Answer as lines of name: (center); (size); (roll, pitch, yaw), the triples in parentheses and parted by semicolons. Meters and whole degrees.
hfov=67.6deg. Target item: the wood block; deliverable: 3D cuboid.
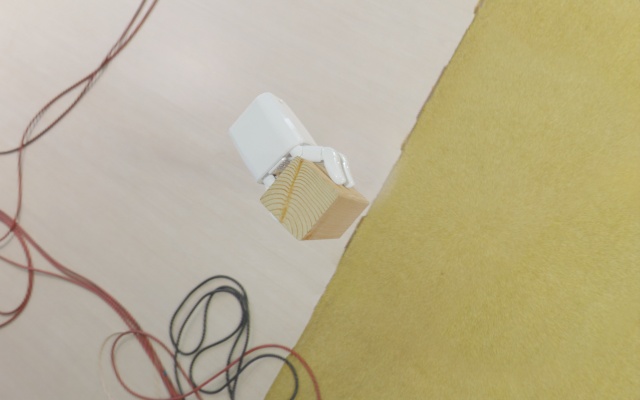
wood block: (0.000, 0.002, 0.773); (0.090, 0.091, 0.206); (44, 10, 16)
